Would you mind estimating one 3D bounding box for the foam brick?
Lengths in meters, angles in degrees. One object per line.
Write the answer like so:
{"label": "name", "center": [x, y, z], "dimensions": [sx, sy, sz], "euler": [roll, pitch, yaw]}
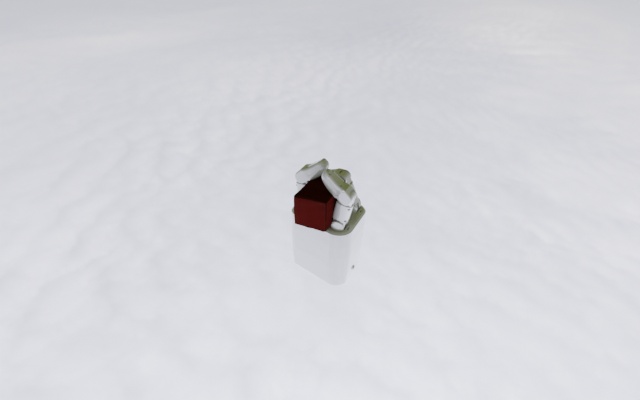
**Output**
{"label": "foam brick", "center": [0.000, 0.002, 0.717], "dimensions": [0.053, 0.051, 0.078], "euler": [15, 34, 20]}
